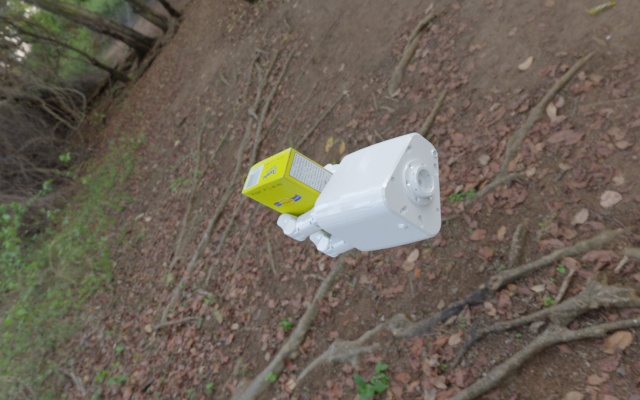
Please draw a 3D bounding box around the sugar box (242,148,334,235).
[{"bbox_3d":[0.000,0.002,0.605,0.176,0.048,0.093,31,-28,-30],"label":"sugar box"}]
